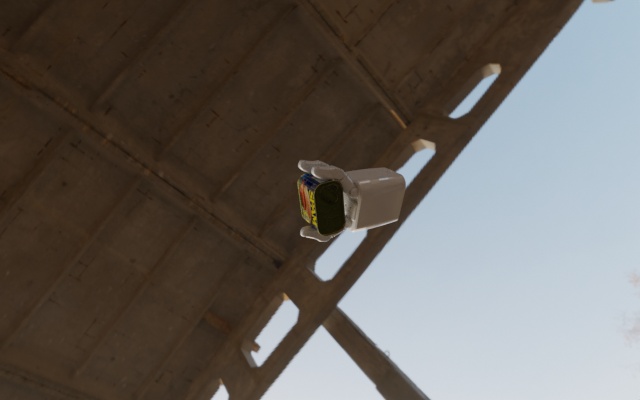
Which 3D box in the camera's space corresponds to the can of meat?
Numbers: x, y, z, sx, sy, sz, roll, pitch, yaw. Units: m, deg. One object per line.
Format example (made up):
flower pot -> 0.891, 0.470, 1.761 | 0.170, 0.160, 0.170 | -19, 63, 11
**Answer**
can of meat -> 0.000, 0.003, 0.888 | 0.057, 0.102, 0.084 | -15, 23, -21
